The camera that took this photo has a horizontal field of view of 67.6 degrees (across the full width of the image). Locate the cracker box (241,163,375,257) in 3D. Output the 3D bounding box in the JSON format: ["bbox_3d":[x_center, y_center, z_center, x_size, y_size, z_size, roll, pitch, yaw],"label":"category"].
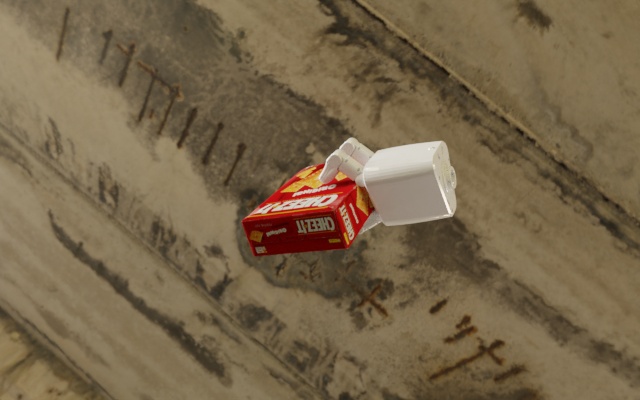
[{"bbox_3d":[0.000,0.003,0.765,0.164,0.072,0.213,-9,21,29],"label":"cracker box"}]
